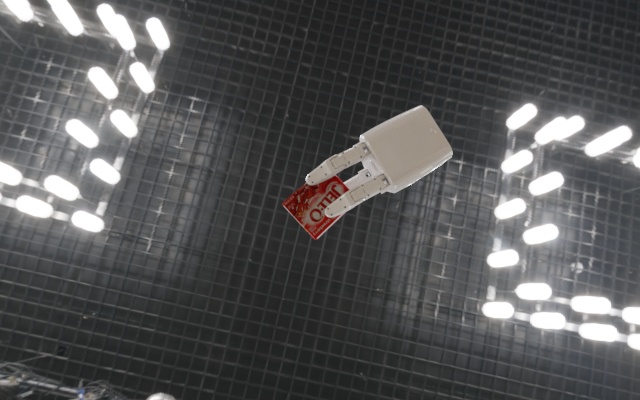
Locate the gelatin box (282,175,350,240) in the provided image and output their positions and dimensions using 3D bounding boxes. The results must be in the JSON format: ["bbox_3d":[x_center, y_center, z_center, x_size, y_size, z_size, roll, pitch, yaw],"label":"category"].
[{"bbox_3d":[0.000,0.003,0.711,0.089,0.073,0.030,-43,-7,-2],"label":"gelatin box"}]
